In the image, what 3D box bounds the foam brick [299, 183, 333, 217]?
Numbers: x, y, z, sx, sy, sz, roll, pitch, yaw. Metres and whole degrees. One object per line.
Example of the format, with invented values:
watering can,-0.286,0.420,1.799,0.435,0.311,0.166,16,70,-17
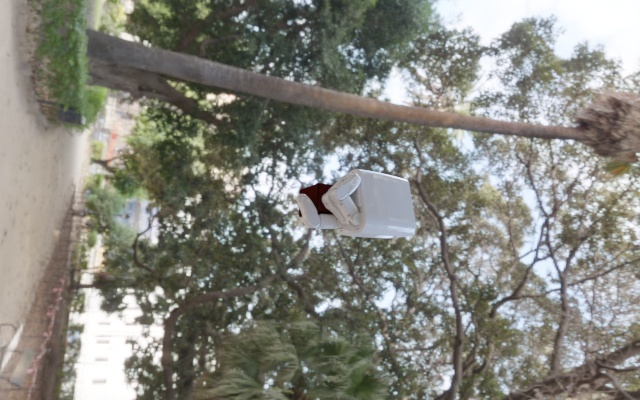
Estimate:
foam brick,0.000,0.003,0.844,0.051,0.053,0.078,7,-10,-25
